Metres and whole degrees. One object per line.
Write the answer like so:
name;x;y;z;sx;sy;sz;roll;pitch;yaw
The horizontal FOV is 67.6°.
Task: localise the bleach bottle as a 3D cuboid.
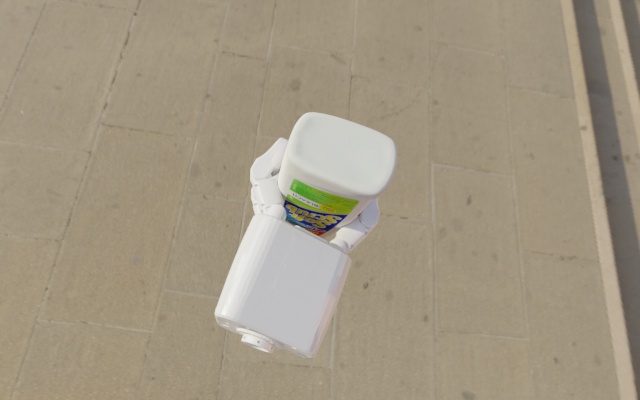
bleach bottle;0.000;0.002;0.535;0.102;0.068;0.251;20;-24;-1
